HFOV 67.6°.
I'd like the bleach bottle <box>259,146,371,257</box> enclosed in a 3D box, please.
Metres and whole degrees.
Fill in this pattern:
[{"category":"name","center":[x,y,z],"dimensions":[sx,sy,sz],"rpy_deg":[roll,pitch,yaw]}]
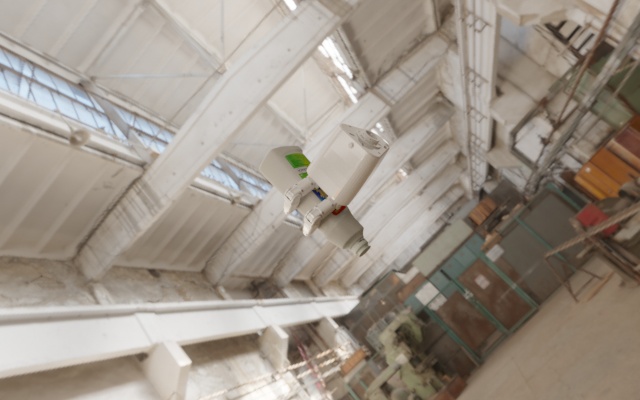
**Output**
[{"category":"bleach bottle","center":[0.000,0.003,0.877],"dimensions":[0.250,0.068,0.102],"rpy_deg":[46,29,20]}]
